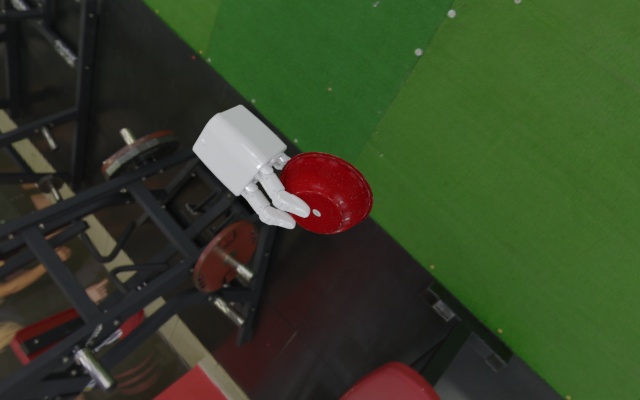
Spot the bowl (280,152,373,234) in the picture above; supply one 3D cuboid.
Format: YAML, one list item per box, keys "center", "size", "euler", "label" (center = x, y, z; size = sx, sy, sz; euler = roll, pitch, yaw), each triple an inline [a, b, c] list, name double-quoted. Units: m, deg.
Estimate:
- center: [0.001, 0.003, 0.768]
  size: [0.162, 0.162, 0.055]
  euler: [0, 41, 25]
  label: "bowl"
